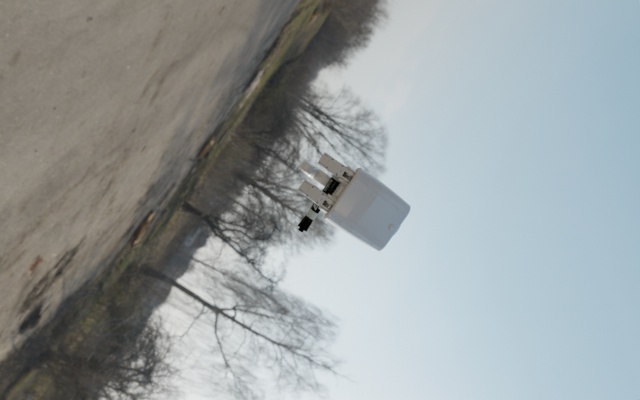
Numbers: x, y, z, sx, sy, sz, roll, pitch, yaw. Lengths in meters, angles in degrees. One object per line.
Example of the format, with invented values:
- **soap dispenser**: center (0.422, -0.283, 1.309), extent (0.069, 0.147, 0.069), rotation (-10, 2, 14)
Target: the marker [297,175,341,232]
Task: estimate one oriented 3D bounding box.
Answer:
- **marker**: center (0.000, 0.003, 0.803), extent (0.020, 0.121, 0.020), rotation (35, 4, -3)
